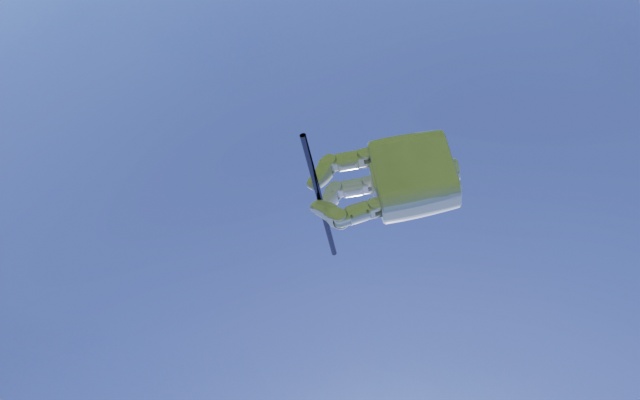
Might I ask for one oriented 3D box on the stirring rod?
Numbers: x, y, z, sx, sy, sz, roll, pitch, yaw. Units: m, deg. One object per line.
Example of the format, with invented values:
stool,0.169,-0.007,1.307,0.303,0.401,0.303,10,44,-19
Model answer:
stirring rod,0.000,0.002,0.658,0.011,0.011,0.240,0,-42,14
